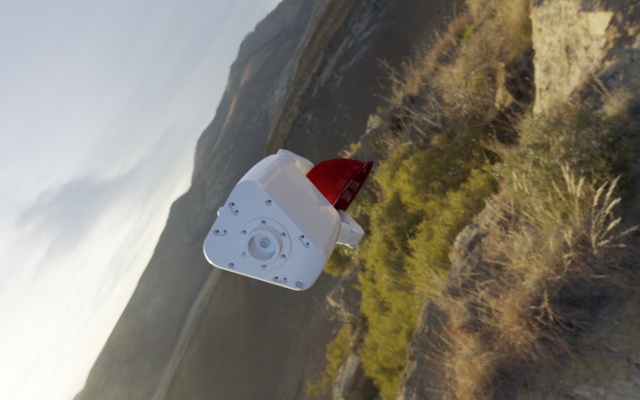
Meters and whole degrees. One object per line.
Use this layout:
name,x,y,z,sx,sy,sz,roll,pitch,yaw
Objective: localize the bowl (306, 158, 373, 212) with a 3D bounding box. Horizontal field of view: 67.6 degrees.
bowl,0.000,0.002,0.614,0.055,0.162,0.162,35,6,9
